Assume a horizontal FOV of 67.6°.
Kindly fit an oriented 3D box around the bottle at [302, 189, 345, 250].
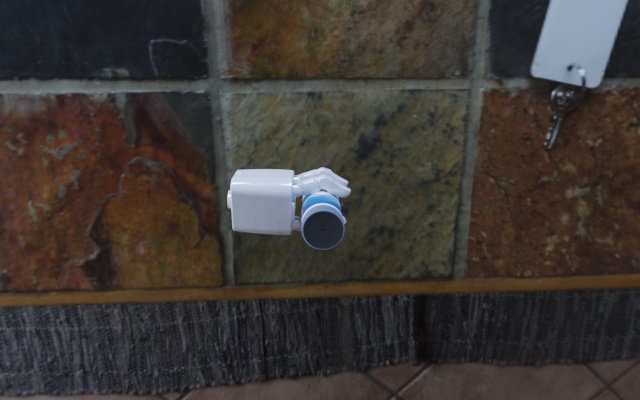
[{"bbox_3d":[0.000,0.003,0.871,0.069,0.069,0.295,0,17,-2],"label":"bottle"}]
